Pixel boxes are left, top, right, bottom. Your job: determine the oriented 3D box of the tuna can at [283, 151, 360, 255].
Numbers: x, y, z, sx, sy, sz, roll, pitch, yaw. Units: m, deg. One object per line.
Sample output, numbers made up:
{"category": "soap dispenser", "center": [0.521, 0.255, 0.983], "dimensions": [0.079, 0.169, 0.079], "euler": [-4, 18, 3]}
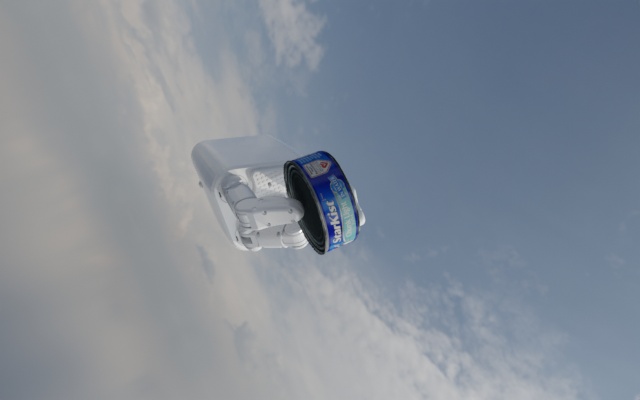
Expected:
{"category": "tuna can", "center": [0.001, 0.001, 0.412], "dimensions": [0.034, 0.086, 0.086], "euler": [-21, 6, -16]}
